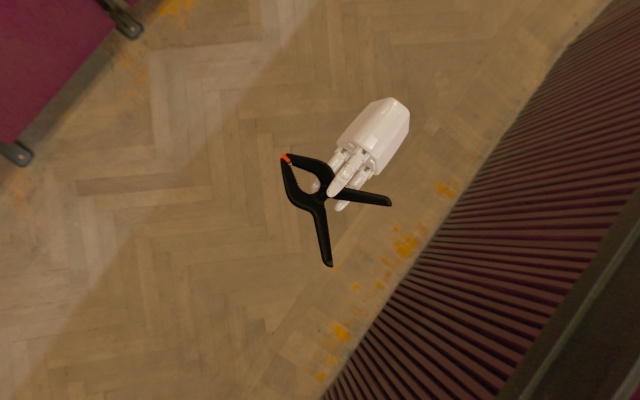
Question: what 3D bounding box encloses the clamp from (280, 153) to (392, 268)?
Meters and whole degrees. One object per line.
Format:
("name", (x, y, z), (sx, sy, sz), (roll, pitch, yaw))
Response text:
("clamp", (0.000, 0.002, 0.841), (0.210, 0.164, 0.036), (38, -10, -1))
